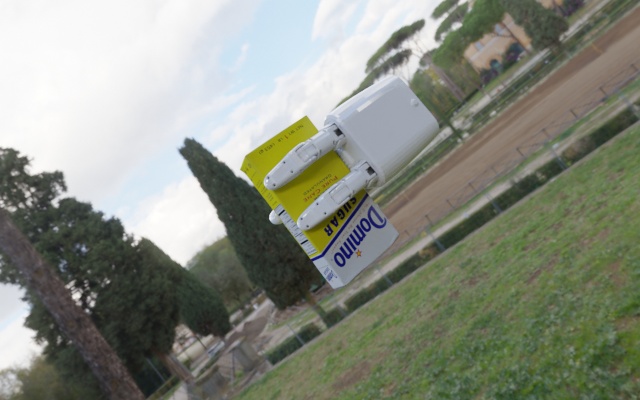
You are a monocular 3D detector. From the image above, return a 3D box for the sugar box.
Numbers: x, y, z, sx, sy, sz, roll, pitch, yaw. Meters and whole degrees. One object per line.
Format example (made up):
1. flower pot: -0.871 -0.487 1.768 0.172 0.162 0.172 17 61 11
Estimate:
1. sugar box: 0.000 0.001 0.536 0.093 0.176 0.048 -39 -3 -24
